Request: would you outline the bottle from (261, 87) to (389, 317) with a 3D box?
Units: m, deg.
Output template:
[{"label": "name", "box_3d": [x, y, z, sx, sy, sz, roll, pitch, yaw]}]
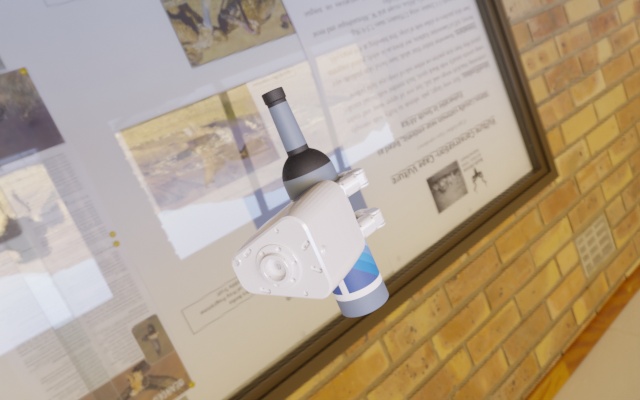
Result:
[{"label": "bottle", "box_3d": [0.000, 0.002, 0.596, 0.069, 0.296, 0.069, -23, 11, 5]}]
